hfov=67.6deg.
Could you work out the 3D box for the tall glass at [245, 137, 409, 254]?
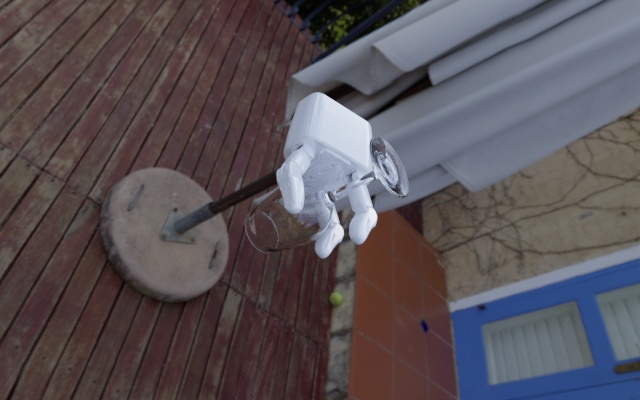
[{"bbox_3d":[0.001,0.002,0.571,0.201,0.079,0.079,-27,-15,31],"label":"tall glass"}]
